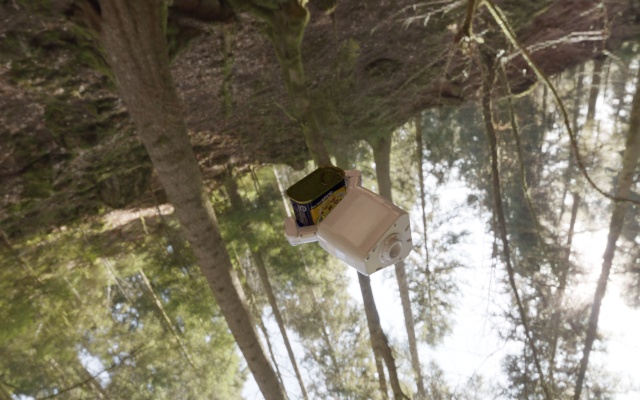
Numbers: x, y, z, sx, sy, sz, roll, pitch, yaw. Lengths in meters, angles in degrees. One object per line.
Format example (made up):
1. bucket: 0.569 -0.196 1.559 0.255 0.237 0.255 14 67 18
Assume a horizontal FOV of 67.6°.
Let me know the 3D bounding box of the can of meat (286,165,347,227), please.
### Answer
1. can of meat: 0.000 0.003 0.801 0.102 0.084 0.057 -35 42 -26
